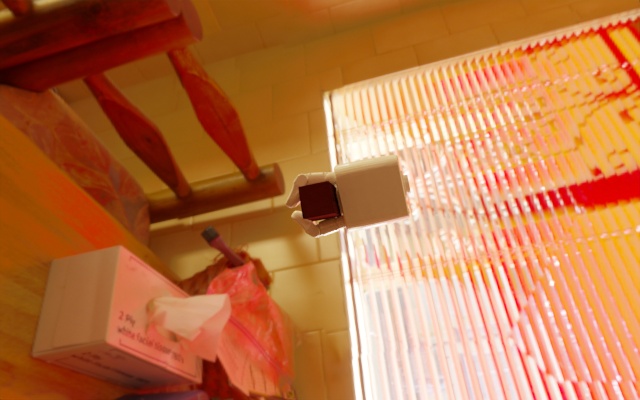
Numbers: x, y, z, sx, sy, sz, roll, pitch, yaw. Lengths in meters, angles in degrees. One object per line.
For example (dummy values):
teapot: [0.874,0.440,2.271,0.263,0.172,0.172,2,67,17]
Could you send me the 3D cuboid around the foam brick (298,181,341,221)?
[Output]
foam brick: [0.000,0.003,0.773,0.051,0.053,0.078,-11,-7,10]
